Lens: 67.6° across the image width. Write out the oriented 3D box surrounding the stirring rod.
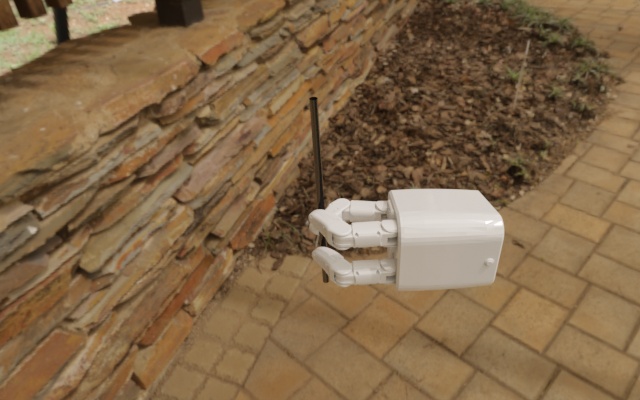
[{"bbox_3d":[0.000,0.002,0.518,0.011,0.240,0.011,-3,36,2],"label":"stirring rod"}]
